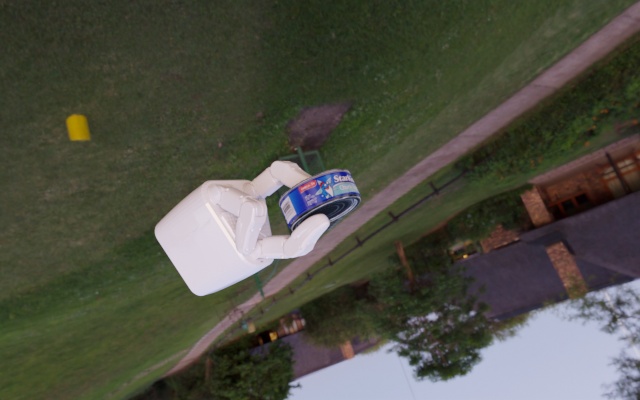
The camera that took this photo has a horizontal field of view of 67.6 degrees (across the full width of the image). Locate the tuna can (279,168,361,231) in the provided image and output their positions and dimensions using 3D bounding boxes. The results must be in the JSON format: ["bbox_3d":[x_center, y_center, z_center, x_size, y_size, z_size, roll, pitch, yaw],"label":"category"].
[{"bbox_3d":[0.000,0.002,0.519,0.086,0.033,0.086,-22,-17,-7],"label":"tuna can"}]
